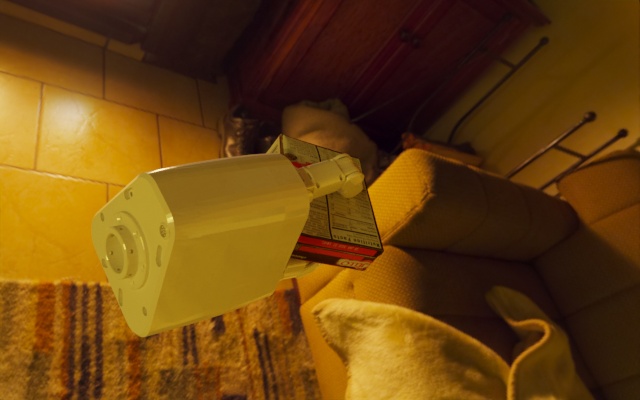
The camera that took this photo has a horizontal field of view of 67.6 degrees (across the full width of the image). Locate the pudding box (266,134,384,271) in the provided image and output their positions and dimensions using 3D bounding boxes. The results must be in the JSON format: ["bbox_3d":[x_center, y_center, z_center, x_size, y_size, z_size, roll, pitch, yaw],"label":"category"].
[{"bbox_3d":[0.000,0.001,0.419,0.090,0.113,0.039,15,-43,-28],"label":"pudding box"}]
